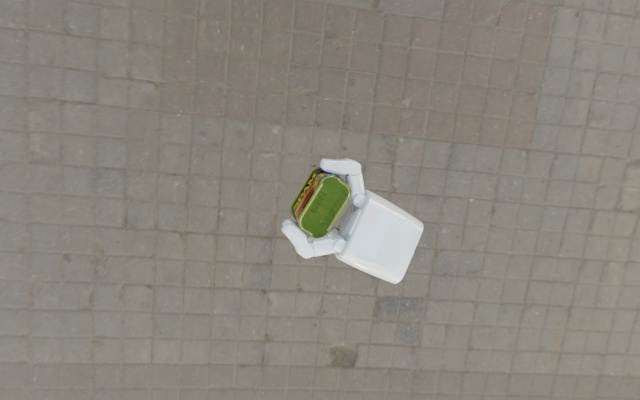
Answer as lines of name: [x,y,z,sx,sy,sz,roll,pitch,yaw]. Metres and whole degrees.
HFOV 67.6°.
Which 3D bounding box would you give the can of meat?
can of meat: [0.000,0.002,0.739,0.057,0.102,0.084,30,6,-14]
